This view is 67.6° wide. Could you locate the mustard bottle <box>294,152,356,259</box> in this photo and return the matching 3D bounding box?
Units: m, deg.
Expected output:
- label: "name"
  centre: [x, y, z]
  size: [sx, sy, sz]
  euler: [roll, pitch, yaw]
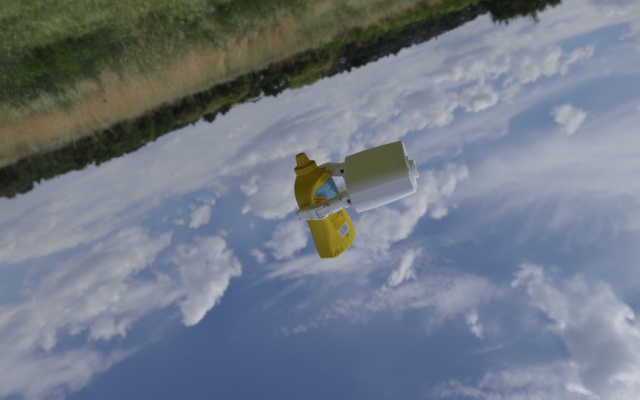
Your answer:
- label: "mustard bottle"
  centre: [0.000, 0.003, 0.860]
  size: [0.058, 0.192, 0.096]
  euler: [-7, 25, 37]
